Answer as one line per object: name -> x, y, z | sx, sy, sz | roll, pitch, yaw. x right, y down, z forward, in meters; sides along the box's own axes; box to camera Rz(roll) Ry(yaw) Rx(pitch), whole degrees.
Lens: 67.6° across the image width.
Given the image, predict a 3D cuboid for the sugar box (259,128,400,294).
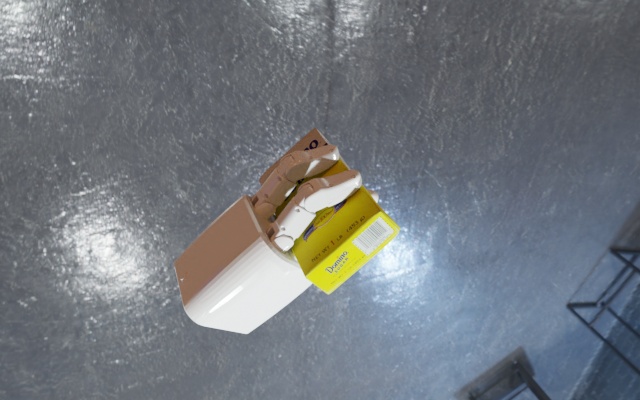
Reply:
sugar box -> 0.000, 0.001, 0.495 | 0.048, 0.093, 0.176 | 43, 8, -41
